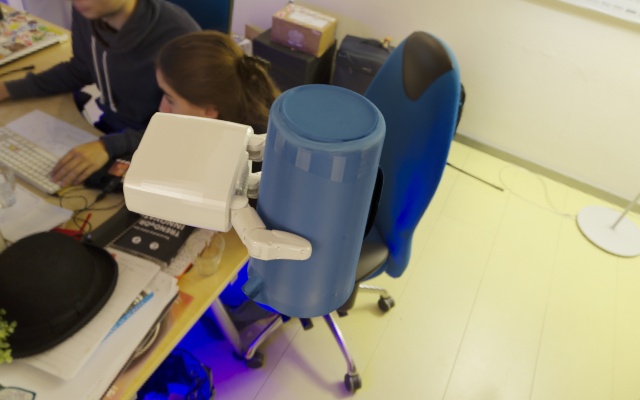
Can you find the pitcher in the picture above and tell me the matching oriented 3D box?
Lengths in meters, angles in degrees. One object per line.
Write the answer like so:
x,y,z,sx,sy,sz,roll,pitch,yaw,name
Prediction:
0.000,0.002,0.517,0.145,0.243,0.149,11,43,0,pitcher
